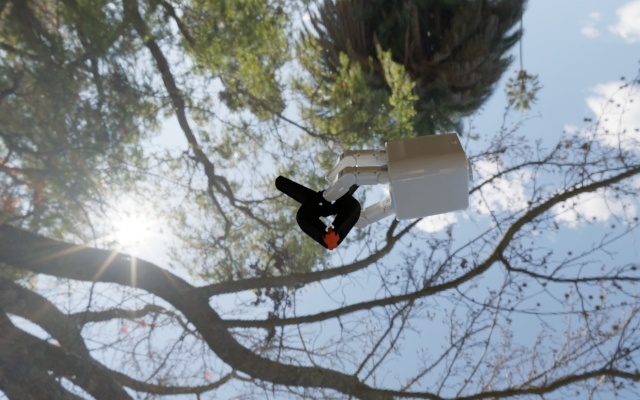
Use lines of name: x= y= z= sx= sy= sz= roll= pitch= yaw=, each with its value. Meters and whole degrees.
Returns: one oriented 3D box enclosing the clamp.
clamp: x=0.000 y=0.003 z=0.721 sx=0.164 sy=0.036 sz=0.209 roll=-8 pitch=31 yaw=10
